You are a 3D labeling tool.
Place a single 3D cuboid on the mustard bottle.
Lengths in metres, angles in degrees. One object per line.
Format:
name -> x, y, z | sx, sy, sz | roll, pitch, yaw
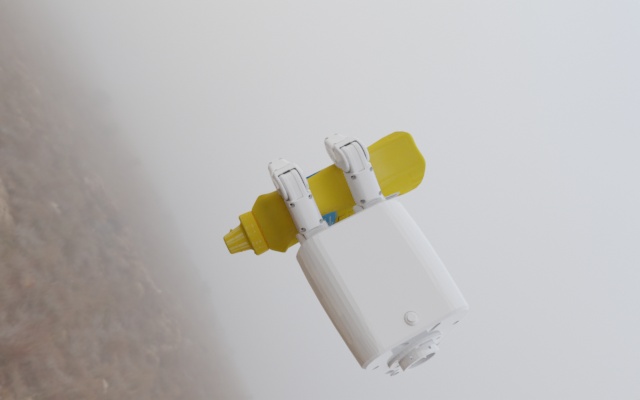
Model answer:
mustard bottle -> 0.000, 0.001, 0.451 | 0.191, 0.058, 0.096 | -26, -6, -10
